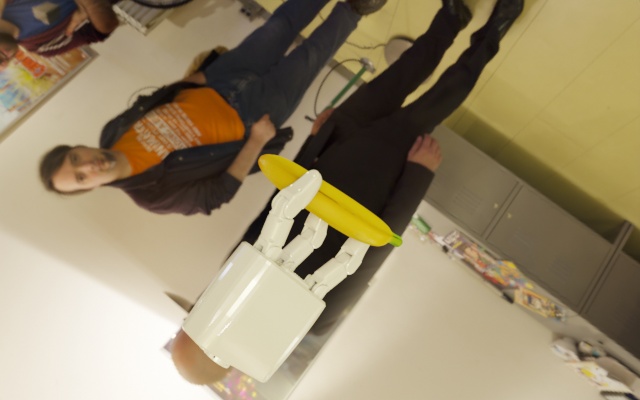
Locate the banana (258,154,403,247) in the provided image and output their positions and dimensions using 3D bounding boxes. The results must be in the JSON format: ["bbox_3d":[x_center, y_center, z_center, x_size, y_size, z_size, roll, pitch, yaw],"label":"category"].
[{"bbox_3d":[0.000,0.000,0.532,0.198,0.037,0.070,34,-6,13],"label":"banana"}]
